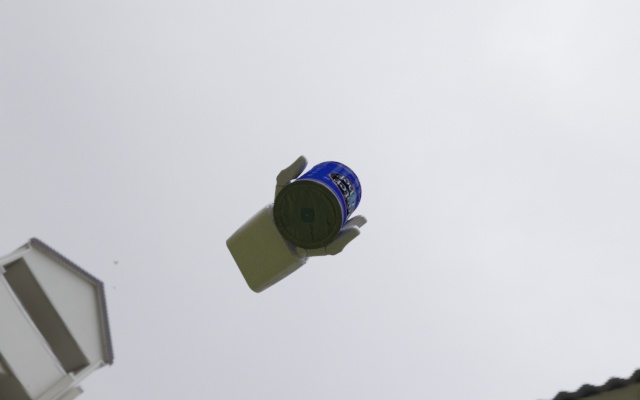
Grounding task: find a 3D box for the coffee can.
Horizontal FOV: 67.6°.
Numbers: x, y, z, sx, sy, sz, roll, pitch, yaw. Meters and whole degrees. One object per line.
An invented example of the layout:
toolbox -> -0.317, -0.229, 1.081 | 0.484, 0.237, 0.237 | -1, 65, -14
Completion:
coffee can -> 0.000, 0.002, 0.733 | 0.103, 0.103, 0.140 | 0, 16, 17
